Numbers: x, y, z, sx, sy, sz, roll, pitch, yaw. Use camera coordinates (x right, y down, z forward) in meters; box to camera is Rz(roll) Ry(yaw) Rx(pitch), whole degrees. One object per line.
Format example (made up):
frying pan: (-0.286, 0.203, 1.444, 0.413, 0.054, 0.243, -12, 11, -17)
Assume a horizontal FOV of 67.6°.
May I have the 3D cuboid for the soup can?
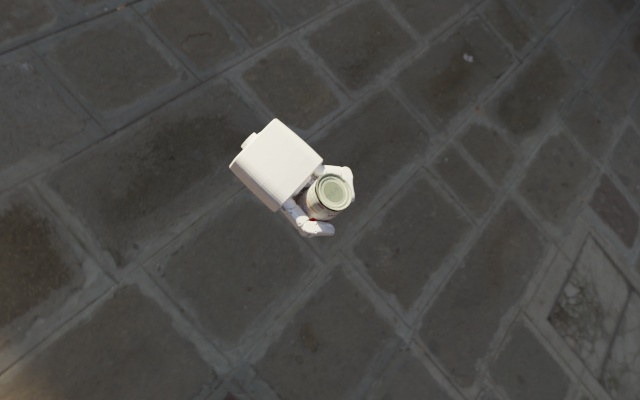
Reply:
soup can: (0.001, 0.003, 0.796, 0.068, 0.068, 0.102, 0, -20, -28)
